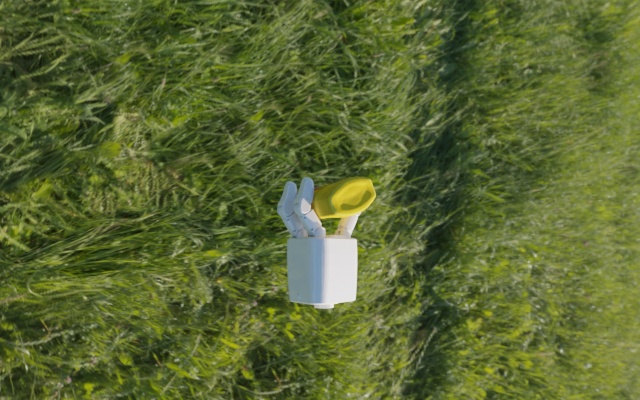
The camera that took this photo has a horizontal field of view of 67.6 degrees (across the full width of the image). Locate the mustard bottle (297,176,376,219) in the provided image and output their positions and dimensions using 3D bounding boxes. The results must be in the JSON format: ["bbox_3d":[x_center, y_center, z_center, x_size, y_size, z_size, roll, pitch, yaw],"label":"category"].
[{"bbox_3d":[0.000,0.002,0.820,0.096,0.058,0.191,-26,9,-33],"label":"mustard bottle"}]
